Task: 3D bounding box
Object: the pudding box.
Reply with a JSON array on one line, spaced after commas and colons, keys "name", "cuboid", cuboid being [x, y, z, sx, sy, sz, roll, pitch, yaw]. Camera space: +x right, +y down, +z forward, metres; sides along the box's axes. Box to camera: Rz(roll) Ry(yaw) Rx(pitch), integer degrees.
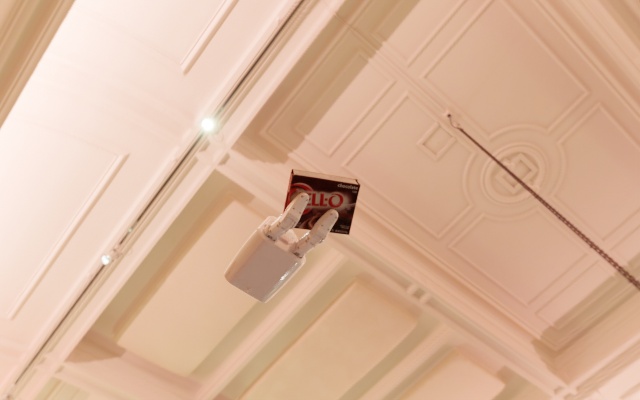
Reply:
[{"name": "pudding box", "cuboid": [0.000, 0.003, 0.775, 0.113, 0.090, 0.039, 7, 21, -11]}]
